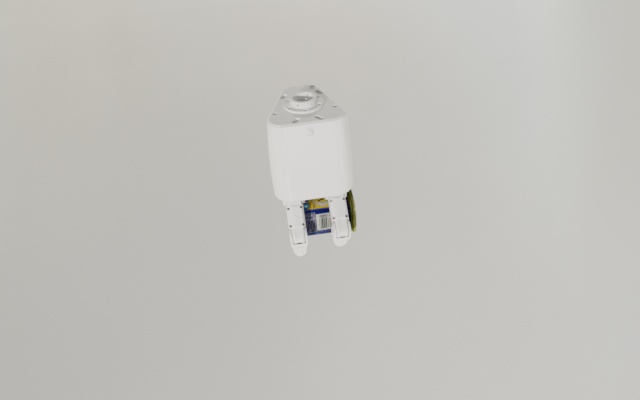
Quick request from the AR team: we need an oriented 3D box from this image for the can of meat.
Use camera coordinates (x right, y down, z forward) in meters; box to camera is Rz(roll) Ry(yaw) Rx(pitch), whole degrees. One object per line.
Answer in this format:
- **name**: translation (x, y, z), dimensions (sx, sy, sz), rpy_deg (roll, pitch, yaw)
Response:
- **can of meat**: translation (0.000, 0.002, 0.665), dimensions (0.084, 0.057, 0.102), rpy_deg (-7, 39, -3)
